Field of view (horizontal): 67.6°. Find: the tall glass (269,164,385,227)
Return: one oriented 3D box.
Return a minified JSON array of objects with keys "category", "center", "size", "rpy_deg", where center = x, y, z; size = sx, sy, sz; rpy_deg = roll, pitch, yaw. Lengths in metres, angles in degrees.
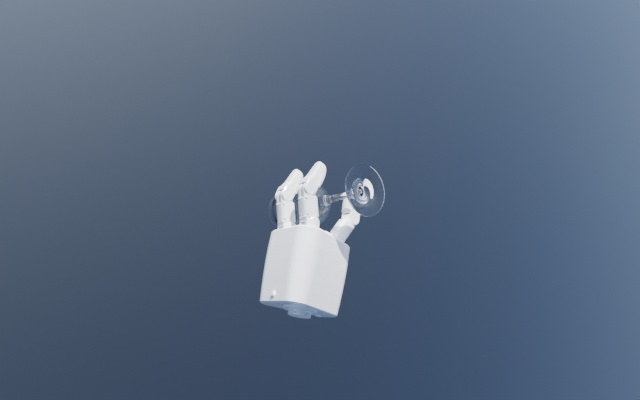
[{"category":"tall glass","center":[0.001,0.002,0.731],"size":[0.079,0.079,0.201],"rpy_deg":[0,-9,-39]}]
